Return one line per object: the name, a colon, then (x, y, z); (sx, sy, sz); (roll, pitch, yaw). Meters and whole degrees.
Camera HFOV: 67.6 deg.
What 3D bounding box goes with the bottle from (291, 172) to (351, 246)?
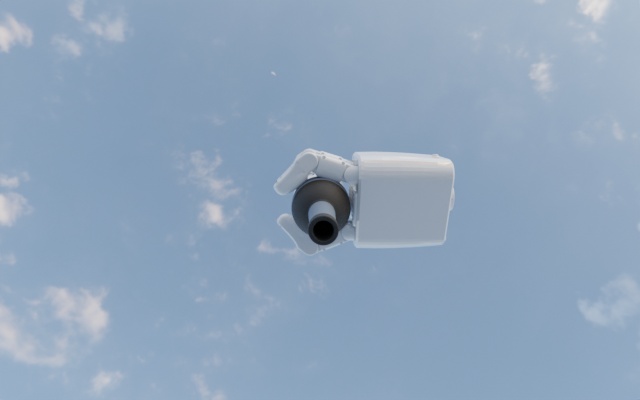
bottle: (0.000, 0.002, 0.565); (0.069, 0.069, 0.295); (0, 10, -1)
